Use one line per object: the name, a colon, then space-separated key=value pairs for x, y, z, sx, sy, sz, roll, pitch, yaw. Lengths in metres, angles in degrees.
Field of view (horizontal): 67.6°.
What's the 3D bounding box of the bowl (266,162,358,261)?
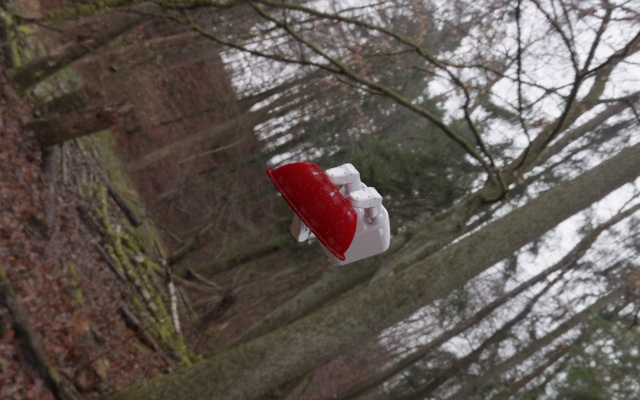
bowl: x=0.000 y=0.002 z=0.638 sx=0.055 sy=0.162 sz=0.162 roll=-40 pitch=-3 yaw=4
